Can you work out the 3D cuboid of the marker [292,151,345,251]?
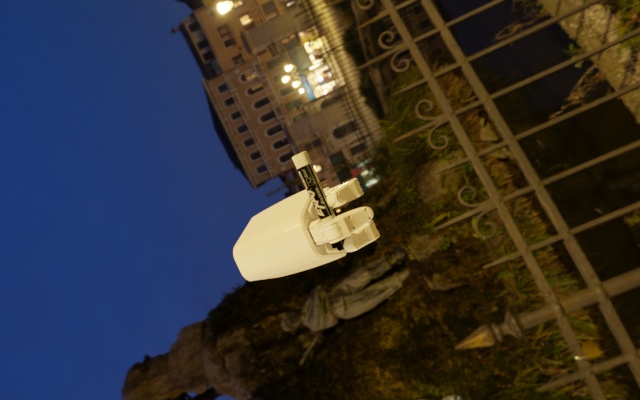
[{"bbox_3d":[0.000,0.002,0.550,0.020,0.121,0.020,-24,2,1],"label":"marker"}]
